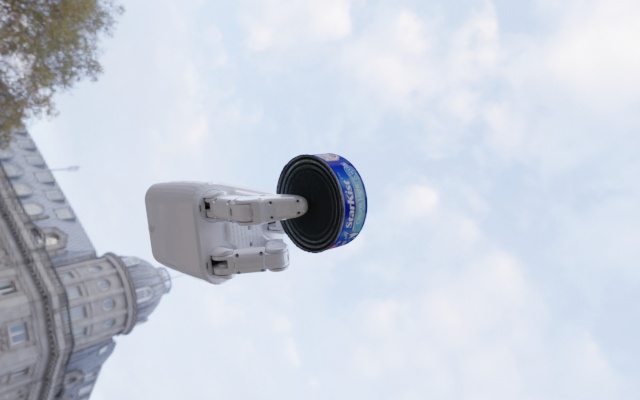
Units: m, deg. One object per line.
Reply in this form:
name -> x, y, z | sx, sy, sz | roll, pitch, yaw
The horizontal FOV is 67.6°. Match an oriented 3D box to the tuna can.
tuna can -> 0.001, 0.001, 0.420 | 0.034, 0.086, 0.086 | -9, 6, -43
